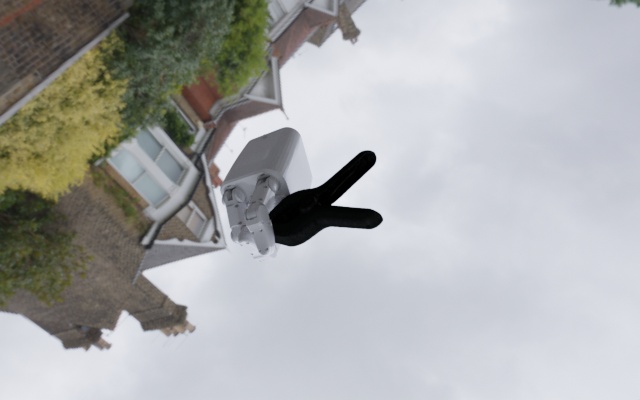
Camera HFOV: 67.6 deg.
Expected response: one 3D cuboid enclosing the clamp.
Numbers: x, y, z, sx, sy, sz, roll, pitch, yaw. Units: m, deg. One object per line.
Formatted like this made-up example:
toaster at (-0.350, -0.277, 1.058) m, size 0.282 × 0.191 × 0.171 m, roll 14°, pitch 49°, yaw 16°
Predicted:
clamp at (0.000, 0.002, 0.575) m, size 0.171 × 0.039 × 0.120 m, roll -15°, pitch 36°, yaw 27°
